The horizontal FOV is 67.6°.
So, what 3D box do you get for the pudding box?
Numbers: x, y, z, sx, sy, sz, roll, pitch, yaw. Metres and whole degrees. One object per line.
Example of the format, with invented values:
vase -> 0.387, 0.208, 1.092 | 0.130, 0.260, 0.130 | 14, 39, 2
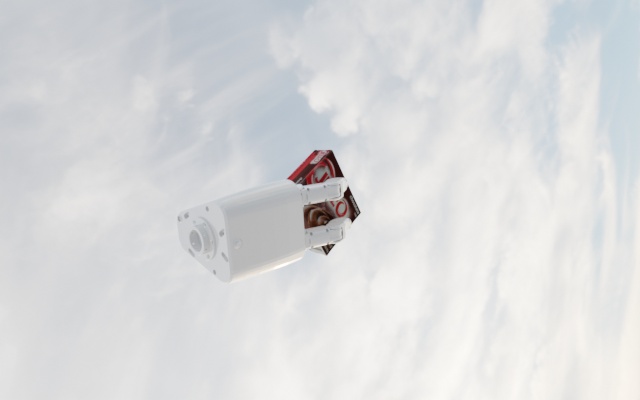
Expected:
pudding box -> 0.000, 0.002, 0.636 | 0.039, 0.114, 0.090 | 9, 47, 42
